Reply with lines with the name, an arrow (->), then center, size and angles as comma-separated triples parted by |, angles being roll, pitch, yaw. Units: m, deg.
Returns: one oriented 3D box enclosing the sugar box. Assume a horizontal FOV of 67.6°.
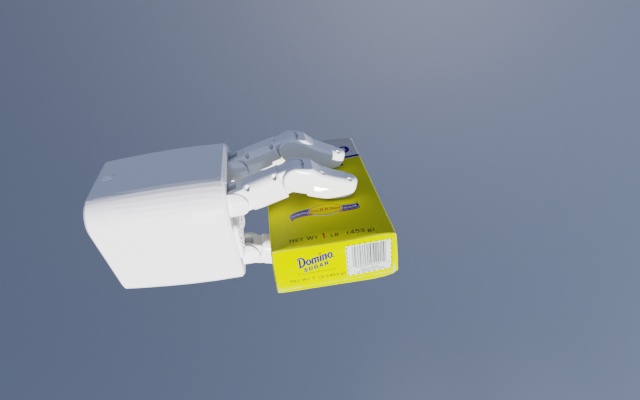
sugar box -> 0.000, 0.001, 0.418 | 0.093, 0.048, 0.176 | -8, 34, -5
